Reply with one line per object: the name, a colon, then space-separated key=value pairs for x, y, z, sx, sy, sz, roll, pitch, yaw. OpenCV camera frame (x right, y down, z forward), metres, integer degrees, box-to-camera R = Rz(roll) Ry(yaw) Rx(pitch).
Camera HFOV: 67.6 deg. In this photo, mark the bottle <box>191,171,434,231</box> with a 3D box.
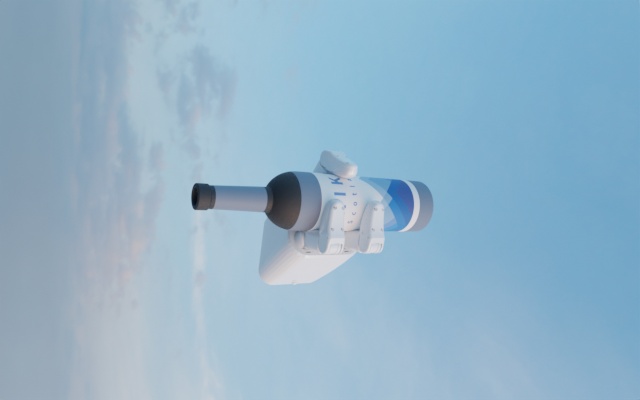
bottle: x=0.000 y=0.002 z=0.552 sx=0.296 sy=0.069 sz=0.069 roll=3 pitch=-1 yaw=-31
